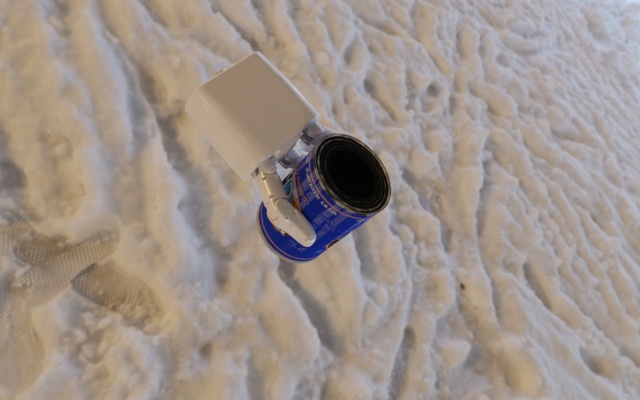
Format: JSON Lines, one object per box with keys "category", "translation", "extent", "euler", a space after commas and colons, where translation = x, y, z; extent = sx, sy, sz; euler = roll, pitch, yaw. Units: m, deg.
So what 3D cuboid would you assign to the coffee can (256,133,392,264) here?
{"category": "coffee can", "translation": [0.000, 0.002, 0.566], "extent": [0.103, 0.102, 0.140], "euler": [0, -27, -37]}
